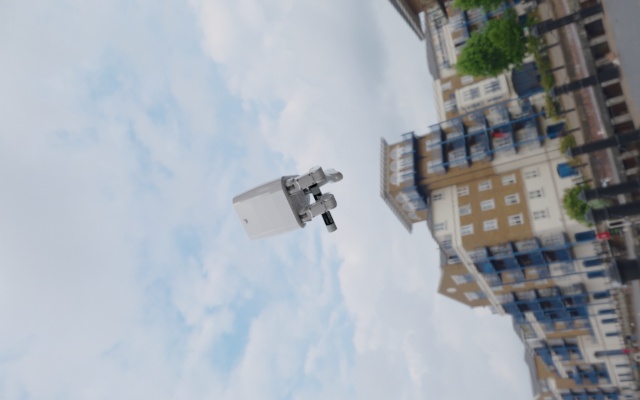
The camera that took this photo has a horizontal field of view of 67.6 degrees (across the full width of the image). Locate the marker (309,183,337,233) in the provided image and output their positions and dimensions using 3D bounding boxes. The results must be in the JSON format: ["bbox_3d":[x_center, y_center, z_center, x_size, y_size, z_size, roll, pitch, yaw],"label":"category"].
[{"bbox_3d":[0.000,0.003,0.879,0.020,0.121,0.020,-22,15,6],"label":"marker"}]
